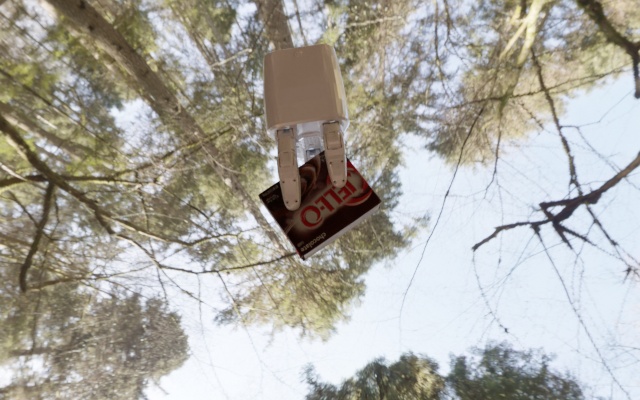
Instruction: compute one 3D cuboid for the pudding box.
[{"bbox_3d":[0.000,0.002,0.553,0.113,0.090,0.039,-35,-17,-6],"label":"pudding box"}]
